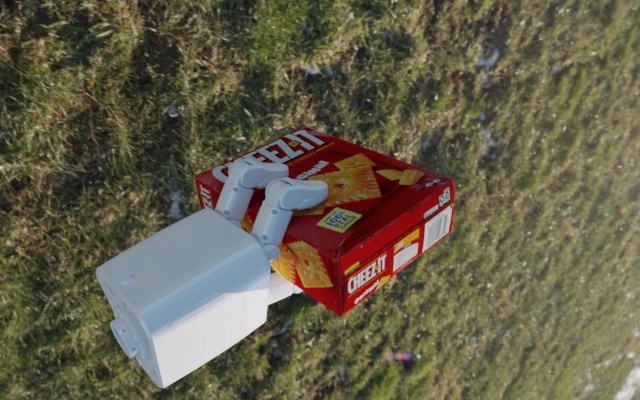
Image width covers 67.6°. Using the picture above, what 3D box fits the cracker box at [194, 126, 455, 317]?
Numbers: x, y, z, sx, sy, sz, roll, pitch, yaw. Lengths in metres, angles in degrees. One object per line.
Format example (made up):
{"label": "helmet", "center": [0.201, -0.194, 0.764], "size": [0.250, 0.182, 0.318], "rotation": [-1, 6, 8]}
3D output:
{"label": "cracker box", "center": [0.000, 0.002, 0.484], "size": [0.164, 0.072, 0.213], "rotation": [-29, 40, -34]}
